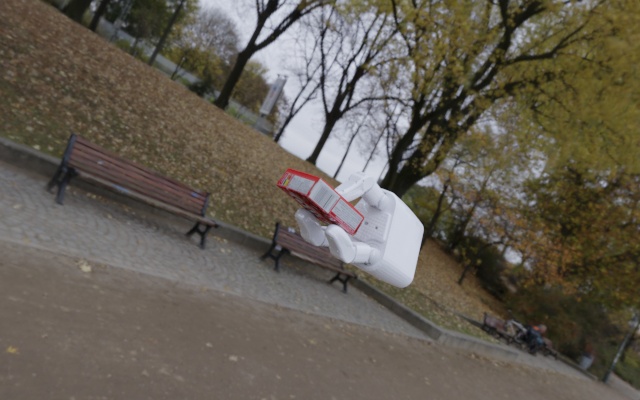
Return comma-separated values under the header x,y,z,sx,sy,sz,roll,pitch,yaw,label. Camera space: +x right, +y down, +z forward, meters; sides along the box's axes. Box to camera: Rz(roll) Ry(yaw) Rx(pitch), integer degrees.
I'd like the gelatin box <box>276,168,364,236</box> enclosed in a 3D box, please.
x,y,z,sx,sy,sz,roll,pitch,yaw,label
0.000,0.001,0.574,0.089,0.030,0.073,41,-11,-35,gelatin box
